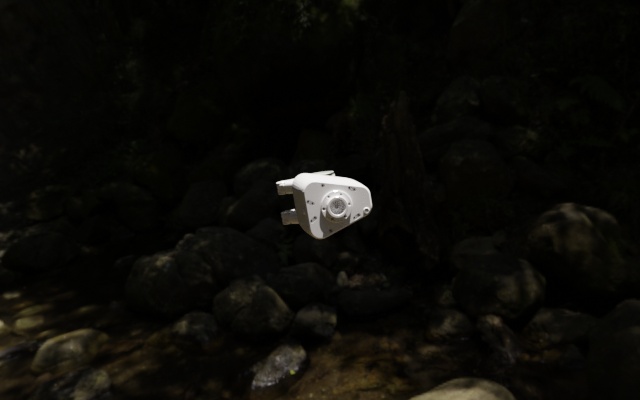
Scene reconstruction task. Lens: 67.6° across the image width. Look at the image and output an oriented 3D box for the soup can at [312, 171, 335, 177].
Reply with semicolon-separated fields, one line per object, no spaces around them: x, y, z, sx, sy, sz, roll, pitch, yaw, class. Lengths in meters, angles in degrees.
0.000;0.002;0.862;0.068;0.102;0.068;-10;9;1;soup can
